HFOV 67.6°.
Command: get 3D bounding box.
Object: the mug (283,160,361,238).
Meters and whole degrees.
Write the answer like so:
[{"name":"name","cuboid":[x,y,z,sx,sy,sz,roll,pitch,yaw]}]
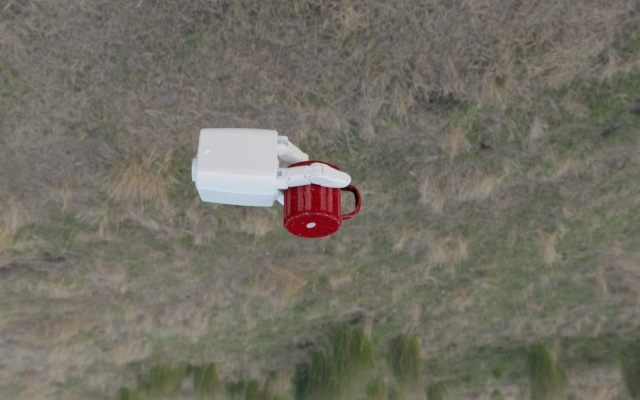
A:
[{"name":"mug","cuboid":[0.002,0.003,0.684,0.117,0.081,0.093,2,-30,-6]}]
